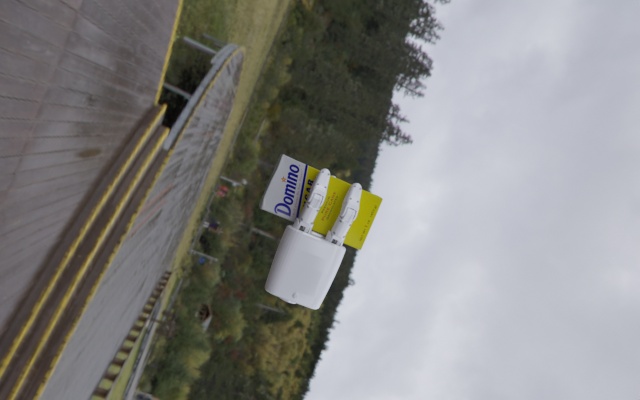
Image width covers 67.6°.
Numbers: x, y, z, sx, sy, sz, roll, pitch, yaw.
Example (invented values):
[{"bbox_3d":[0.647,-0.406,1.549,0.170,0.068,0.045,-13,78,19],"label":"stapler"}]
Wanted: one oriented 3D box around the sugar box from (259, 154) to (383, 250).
[{"bbox_3d":[0.000,0.003,0.761,0.176,0.093,0.048,22,1,-12],"label":"sugar box"}]
